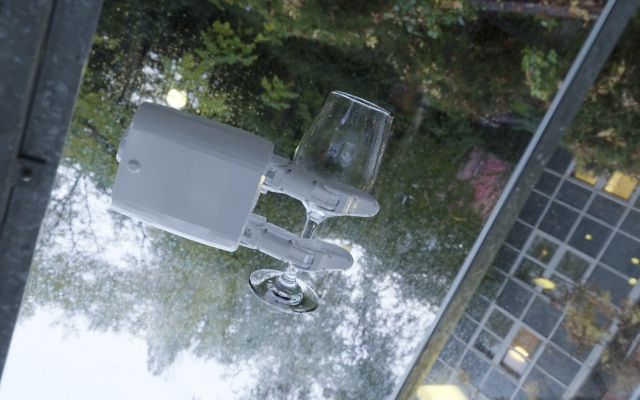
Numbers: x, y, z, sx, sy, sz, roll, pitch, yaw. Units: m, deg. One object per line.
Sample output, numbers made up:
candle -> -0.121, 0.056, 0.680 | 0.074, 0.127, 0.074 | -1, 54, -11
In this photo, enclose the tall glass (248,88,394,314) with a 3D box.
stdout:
tall glass -> 0.000, 0.002, 0.446 | 0.079, 0.201, 0.079 | 21, 16, -6
